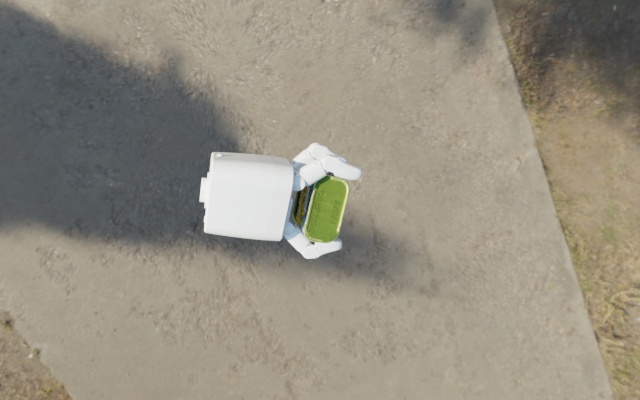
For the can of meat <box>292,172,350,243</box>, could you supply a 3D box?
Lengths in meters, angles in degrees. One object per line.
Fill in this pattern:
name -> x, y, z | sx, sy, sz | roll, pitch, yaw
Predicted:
can of meat -> 0.000, 0.002, 0.686 | 0.057, 0.102, 0.084 | 9, 13, -15
